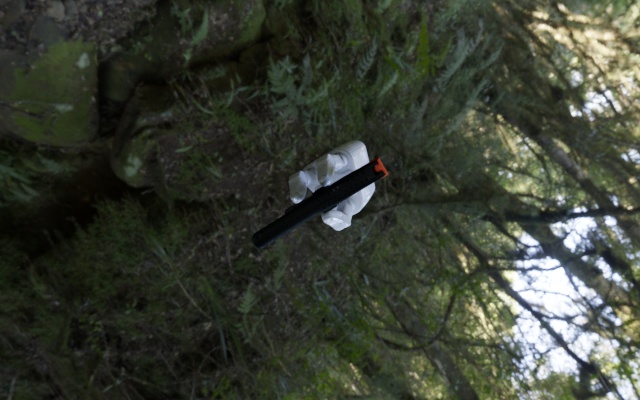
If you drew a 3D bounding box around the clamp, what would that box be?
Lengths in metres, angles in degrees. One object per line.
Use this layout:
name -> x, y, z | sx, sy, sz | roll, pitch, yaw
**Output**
clamp -> 0.001, 0.003, 0.706 | 0.210, 0.036, 0.164 | -29, 5, 25
